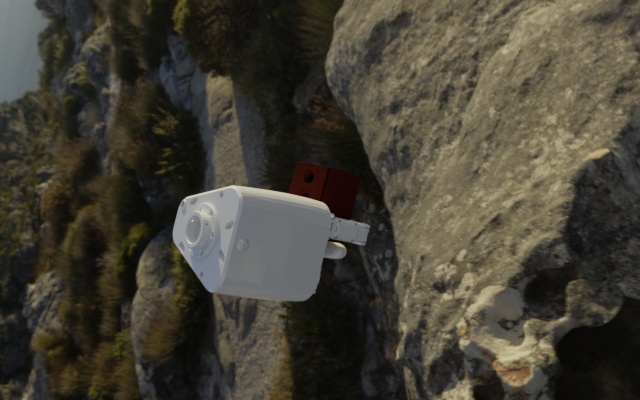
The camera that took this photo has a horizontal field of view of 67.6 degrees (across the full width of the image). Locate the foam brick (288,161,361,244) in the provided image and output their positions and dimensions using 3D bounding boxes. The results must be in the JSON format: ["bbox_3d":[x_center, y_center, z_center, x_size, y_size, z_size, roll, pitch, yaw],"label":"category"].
[{"bbox_3d":[0.000,0.001,0.512,0.051,0.078,0.053,14,0,-43],"label":"foam brick"}]
